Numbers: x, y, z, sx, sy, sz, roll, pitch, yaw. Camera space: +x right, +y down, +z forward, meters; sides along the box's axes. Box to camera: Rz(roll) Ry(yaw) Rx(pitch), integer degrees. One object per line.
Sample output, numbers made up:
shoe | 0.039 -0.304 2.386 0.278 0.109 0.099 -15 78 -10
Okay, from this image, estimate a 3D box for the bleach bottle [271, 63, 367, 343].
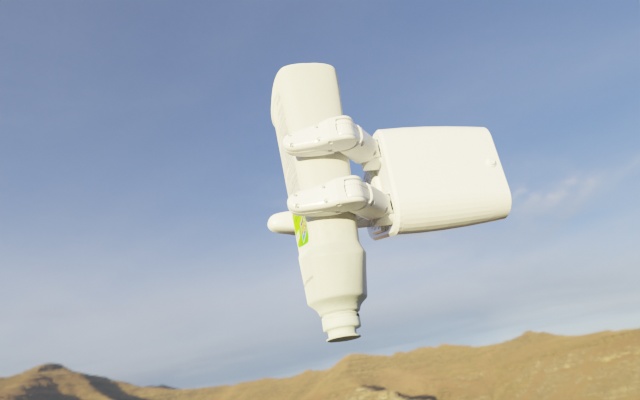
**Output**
bleach bottle | 0.000 0.001 0.439 0.068 0.250 0.103 -5 -25 -9
